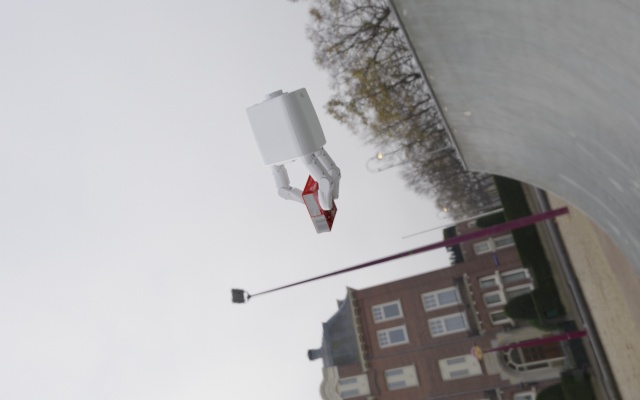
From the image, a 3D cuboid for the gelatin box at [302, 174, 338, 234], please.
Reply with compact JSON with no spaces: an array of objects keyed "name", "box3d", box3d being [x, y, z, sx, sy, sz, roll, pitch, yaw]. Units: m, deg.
[{"name":"gelatin box","box3d":[0.000,0.003,0.859,0.030,0.089,0.073,-11,29,19]}]
